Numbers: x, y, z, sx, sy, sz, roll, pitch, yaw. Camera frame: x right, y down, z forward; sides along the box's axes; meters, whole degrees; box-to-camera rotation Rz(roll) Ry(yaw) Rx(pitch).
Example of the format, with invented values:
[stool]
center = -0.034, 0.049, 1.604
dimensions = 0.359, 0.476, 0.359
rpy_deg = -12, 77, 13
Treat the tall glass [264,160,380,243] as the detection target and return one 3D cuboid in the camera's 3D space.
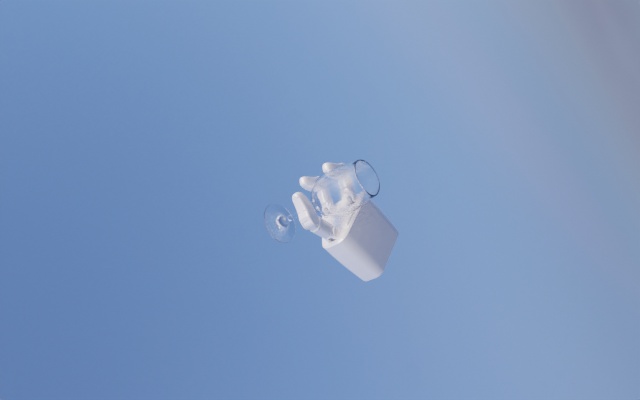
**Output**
[tall glass]
center = 0.000, 0.003, 0.786
dimensions = 0.201, 0.079, 0.079
rpy_deg = -28, -17, 35
